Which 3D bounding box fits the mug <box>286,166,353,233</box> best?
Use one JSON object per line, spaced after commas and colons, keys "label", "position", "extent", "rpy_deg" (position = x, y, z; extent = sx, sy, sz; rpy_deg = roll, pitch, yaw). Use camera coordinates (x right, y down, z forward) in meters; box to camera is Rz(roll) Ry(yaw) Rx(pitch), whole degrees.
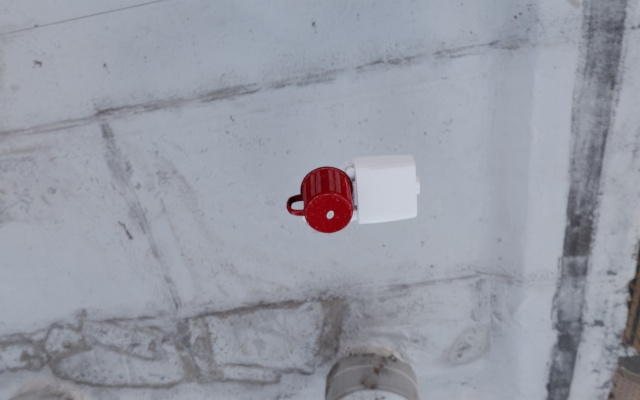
{"label": "mug", "position": [-0.001, 0.003, 0.806], "extent": [0.117, 0.093, 0.081], "rpy_deg": [-5, 31, 1]}
